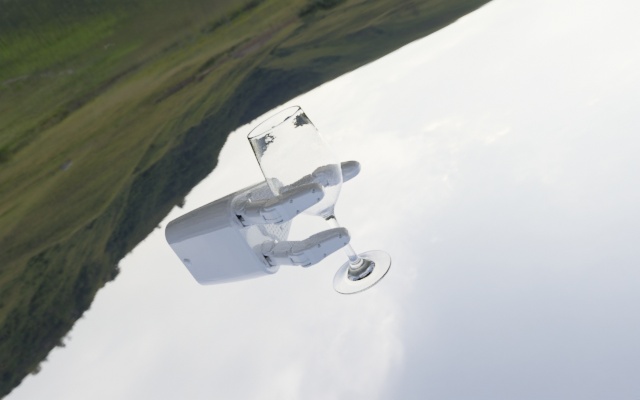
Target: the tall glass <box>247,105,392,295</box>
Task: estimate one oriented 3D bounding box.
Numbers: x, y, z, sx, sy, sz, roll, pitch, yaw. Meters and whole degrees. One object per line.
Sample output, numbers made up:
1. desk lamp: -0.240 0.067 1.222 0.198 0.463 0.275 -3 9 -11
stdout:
1. tall glass: 0.001 0.002 0.508 0.079 0.201 0.079 -26 22 11
